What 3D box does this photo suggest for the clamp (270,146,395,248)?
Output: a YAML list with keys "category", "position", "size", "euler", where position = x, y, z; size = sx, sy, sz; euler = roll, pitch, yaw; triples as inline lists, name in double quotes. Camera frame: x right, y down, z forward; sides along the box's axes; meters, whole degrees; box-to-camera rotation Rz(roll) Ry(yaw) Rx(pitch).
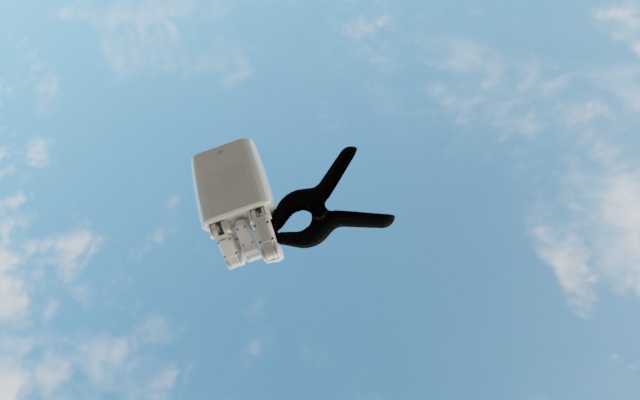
- category: "clamp"
  position: [0.000, 0.002, 0.635]
  size: [0.171, 0.120, 0.039]
  euler: [-18, -21, -1]
